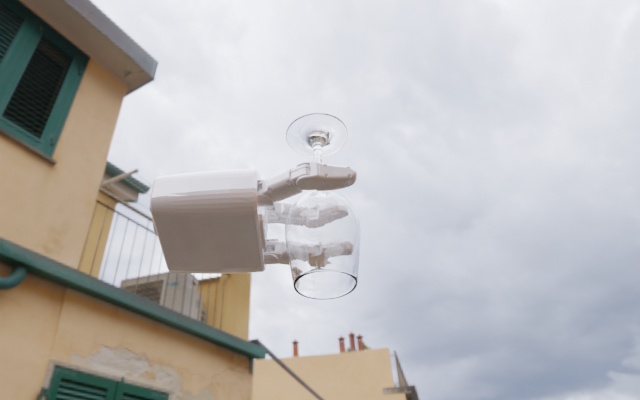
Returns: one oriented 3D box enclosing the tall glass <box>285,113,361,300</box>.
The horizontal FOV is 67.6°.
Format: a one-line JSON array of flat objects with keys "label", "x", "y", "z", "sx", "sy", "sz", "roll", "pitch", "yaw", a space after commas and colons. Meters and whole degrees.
[{"label": "tall glass", "x": 0.000, "y": 0.001, "z": 0.514, "sx": 0.079, "sy": 0.200, "sz": 0.079, "roll": -2, "pitch": -37, "yaw": -2}]
